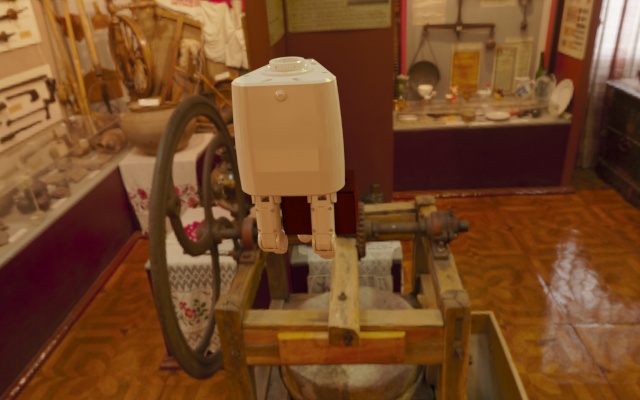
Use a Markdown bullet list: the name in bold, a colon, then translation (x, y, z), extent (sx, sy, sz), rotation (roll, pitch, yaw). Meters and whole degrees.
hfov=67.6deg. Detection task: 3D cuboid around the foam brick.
- **foam brick**: translation (0.000, 0.002, 0.502), extent (0.078, 0.051, 0.053), rotation (-1, 27, 5)
